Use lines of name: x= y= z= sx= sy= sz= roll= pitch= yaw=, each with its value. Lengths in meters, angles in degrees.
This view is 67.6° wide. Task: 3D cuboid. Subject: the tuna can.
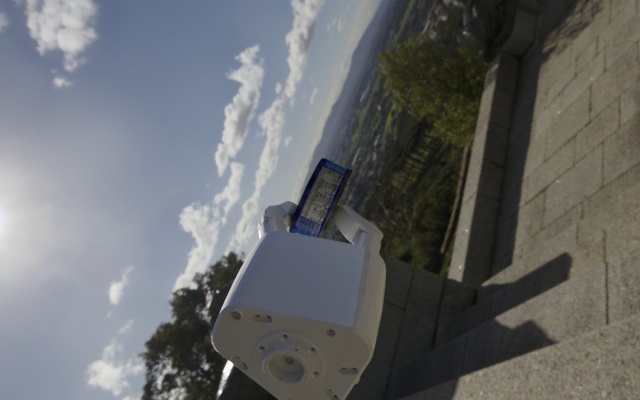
tuna can: x=0.000 y=0.001 z=0.480 sx=0.034 sy=0.086 sz=0.086 roll=24 pitch=1 yaw=3
